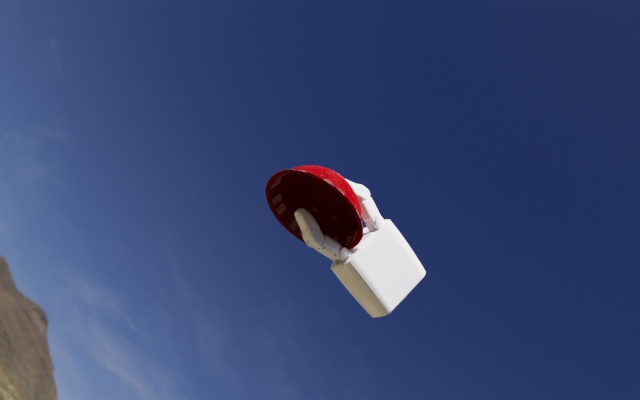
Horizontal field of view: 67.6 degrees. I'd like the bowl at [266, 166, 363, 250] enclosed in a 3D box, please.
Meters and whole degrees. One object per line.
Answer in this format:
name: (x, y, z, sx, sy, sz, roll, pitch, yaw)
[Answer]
bowl: (0.000, 0.001, 0.713, 0.162, 0.162, 0.055, 0, 41, 38)
